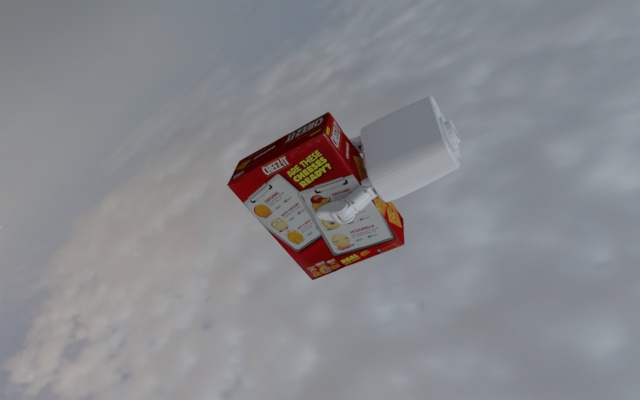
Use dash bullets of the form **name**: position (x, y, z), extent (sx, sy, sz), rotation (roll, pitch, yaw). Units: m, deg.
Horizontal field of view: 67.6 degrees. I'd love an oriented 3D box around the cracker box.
- **cracker box**: position (0.000, 0.002, 0.691), extent (0.164, 0.214, 0.072), rotation (-25, 30, 24)
